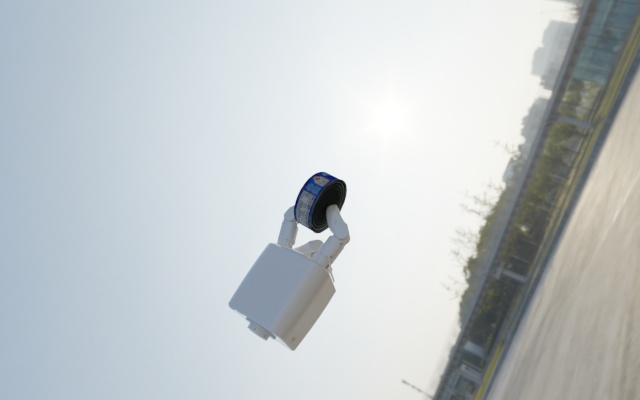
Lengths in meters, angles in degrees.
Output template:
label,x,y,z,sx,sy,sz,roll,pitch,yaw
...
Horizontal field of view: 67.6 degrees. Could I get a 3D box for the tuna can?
label,x,y,z,sx,sy,sz,roll,pitch,yaw
tuna can,0.000,0.002,0.687,0.033,0.086,0.086,28,14,27
